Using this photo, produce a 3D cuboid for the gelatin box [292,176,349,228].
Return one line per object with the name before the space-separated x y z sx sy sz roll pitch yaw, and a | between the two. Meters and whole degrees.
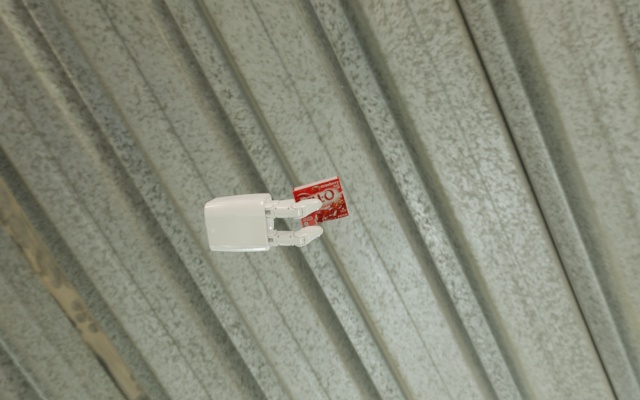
gelatin box | 0.000 0.003 0.869 0.089 0.073 0.030 -15 13 2
